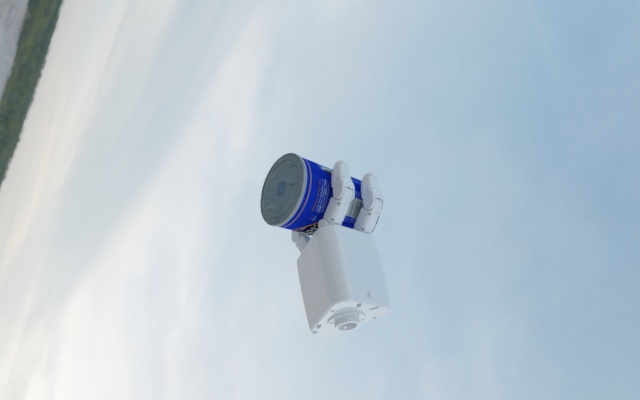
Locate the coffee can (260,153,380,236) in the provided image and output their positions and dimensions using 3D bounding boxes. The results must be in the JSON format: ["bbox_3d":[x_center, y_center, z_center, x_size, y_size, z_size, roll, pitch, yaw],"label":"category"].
[{"bbox_3d":[0.000,0.002,0.682,0.140,0.103,0.103,18,-11,-35],"label":"coffee can"}]
